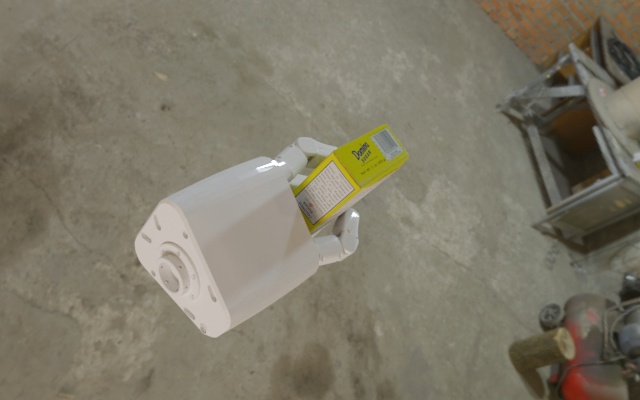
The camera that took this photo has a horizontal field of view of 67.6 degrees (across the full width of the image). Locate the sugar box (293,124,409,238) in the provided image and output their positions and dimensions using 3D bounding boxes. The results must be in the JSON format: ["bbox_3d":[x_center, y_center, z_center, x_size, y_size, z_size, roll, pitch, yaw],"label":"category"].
[{"bbox_3d":[0.000,0.001,0.474,0.093,0.048,0.176,-31,-6,-47],"label":"sugar box"}]
